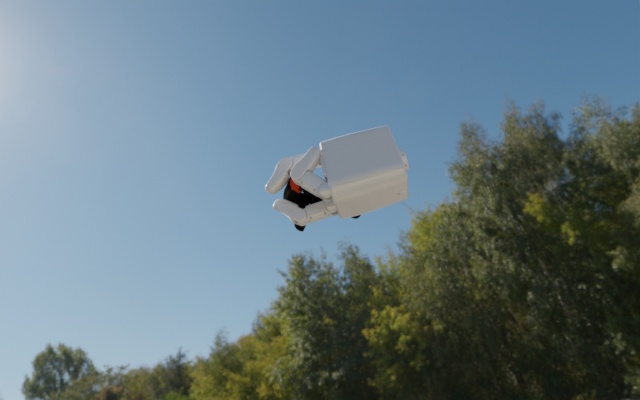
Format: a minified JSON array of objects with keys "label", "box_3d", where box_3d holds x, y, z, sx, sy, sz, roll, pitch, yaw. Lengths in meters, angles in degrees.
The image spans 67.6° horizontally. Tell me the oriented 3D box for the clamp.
[{"label":"clamp","box_3d":[0.000,0.002,0.767,0.120,0.039,0.171,-16,-25,4]}]
